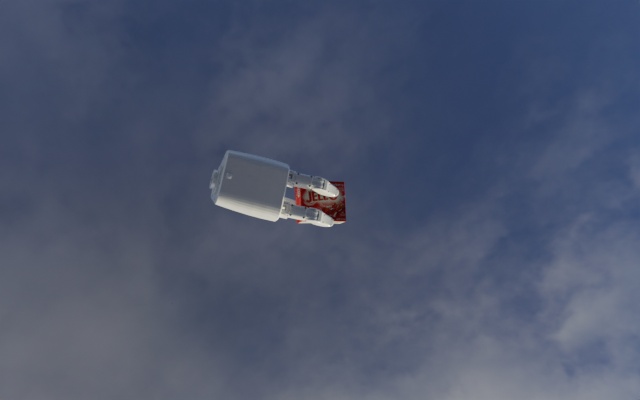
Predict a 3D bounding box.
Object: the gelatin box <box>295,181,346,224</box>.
[{"bbox_3d":[0.000,0.003,0.844,0.089,0.073,0.030,2,-10,-25],"label":"gelatin box"}]
